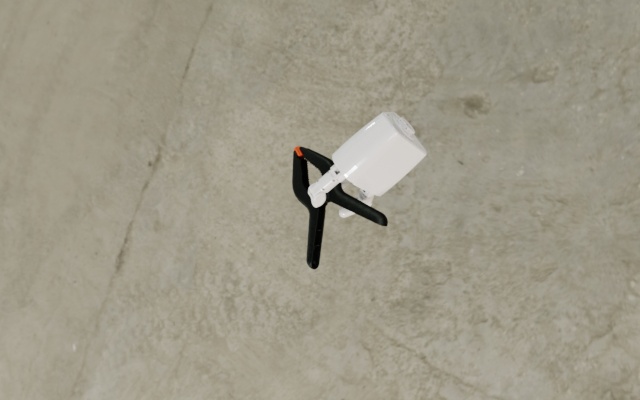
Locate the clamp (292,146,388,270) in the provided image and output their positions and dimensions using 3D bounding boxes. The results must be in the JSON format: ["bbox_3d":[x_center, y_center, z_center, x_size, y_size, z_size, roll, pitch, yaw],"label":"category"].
[{"bbox_3d":[0.000,0.002,0.819,0.164,0.210,0.036,-41,-22,22],"label":"clamp"}]
